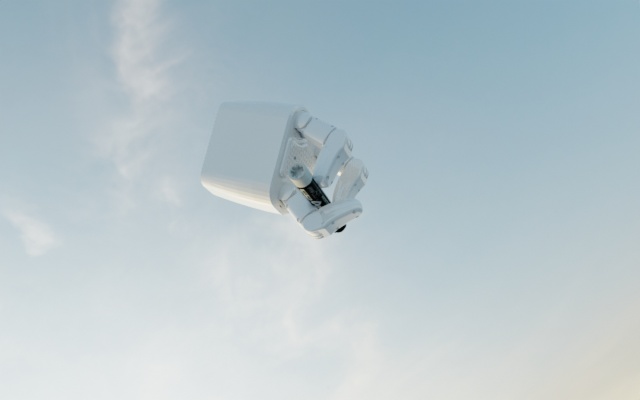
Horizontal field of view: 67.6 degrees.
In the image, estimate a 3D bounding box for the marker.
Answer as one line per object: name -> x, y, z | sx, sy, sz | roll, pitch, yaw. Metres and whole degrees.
marker -> 0.000, 0.002, 0.482 | 0.020, 0.020, 0.121 | 0, -28, 24
